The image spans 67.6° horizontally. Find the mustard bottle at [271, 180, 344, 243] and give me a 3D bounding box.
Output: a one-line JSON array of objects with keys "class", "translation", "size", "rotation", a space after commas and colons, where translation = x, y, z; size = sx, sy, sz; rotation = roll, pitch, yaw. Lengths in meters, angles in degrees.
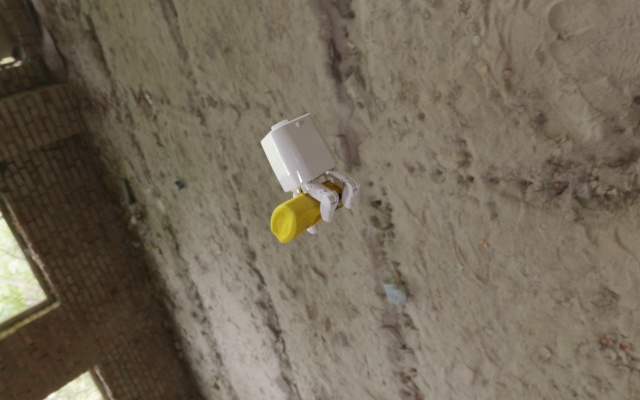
[{"class": "mustard bottle", "translation": [0.000, 0.003, 0.872], "size": [0.191, 0.058, 0.096], "rotation": [-31, -19, -35]}]
